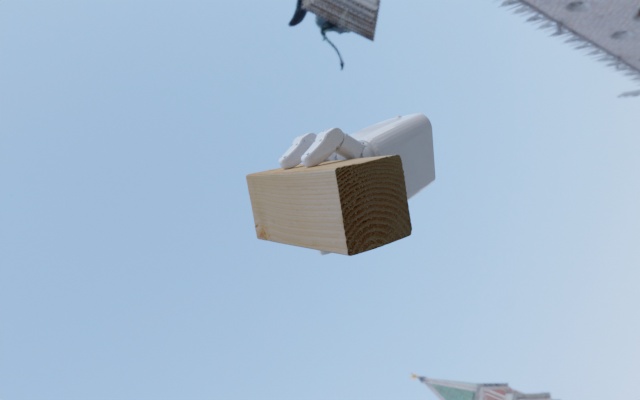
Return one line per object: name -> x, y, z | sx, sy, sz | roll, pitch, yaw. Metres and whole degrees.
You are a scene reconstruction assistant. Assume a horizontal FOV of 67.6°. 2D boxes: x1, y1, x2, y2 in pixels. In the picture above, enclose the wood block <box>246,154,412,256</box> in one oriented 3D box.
wood block -> 0.000, 0.002, 0.570 | 0.090, 0.091, 0.206 | -15, 8, -32
